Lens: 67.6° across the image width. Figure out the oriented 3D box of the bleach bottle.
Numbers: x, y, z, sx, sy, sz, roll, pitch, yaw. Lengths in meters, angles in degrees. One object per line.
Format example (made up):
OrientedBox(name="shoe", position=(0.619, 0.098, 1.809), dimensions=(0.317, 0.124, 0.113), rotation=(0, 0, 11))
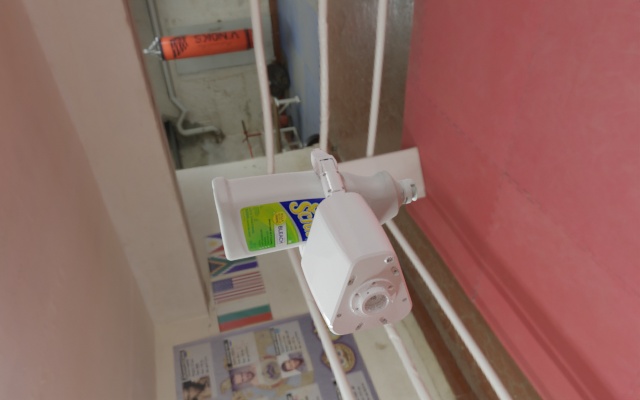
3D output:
OrientedBox(name="bleach bottle", position=(0.000, 0.002, 0.594), dimensions=(0.251, 0.103, 0.068), rotation=(-11, 34, -12))
